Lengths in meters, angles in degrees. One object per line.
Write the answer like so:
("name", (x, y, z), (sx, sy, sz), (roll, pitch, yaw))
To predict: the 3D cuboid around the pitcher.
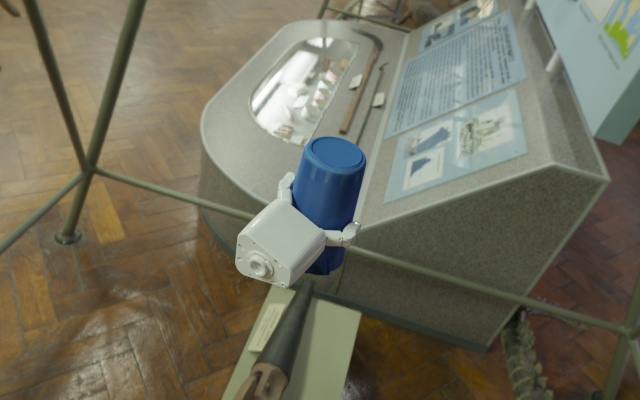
("pitcher", (0.000, 0.003, 0.872), (0.149, 0.243, 0.145), (28, 41, 17))
